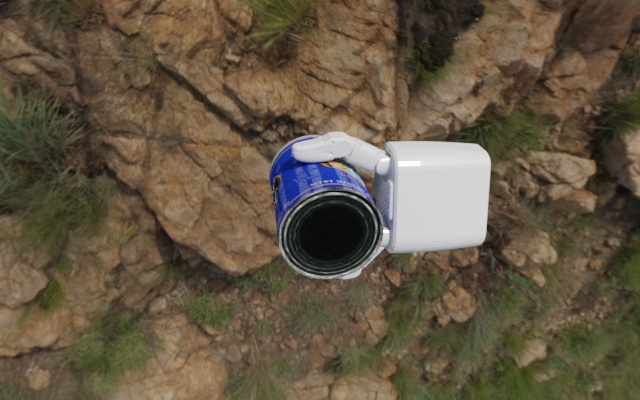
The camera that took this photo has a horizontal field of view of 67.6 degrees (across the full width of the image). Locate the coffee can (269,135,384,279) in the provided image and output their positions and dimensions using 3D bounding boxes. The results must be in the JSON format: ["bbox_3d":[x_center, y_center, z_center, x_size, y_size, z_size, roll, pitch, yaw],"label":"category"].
[{"bbox_3d":[0.000,0.002,0.514,0.103,0.103,0.140,0,28,-10],"label":"coffee can"}]
